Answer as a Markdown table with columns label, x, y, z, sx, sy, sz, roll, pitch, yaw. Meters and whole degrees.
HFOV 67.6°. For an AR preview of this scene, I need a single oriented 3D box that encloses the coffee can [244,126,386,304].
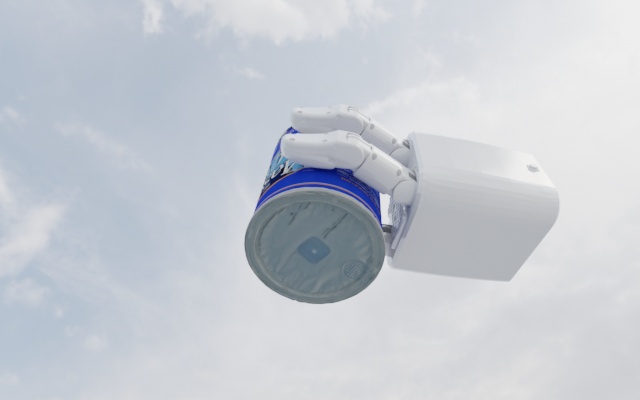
| label | x | y | z | sx | sy | sz | roll | pitch | yaw |
| --- | --- | --- | --- | --- | --- | --- | --- | --- | --- |
| coffee can | 0.000 | 0.001 | 0.403 | 0.103 | 0.103 | 0.140 | 0 | 32 | 5 |
